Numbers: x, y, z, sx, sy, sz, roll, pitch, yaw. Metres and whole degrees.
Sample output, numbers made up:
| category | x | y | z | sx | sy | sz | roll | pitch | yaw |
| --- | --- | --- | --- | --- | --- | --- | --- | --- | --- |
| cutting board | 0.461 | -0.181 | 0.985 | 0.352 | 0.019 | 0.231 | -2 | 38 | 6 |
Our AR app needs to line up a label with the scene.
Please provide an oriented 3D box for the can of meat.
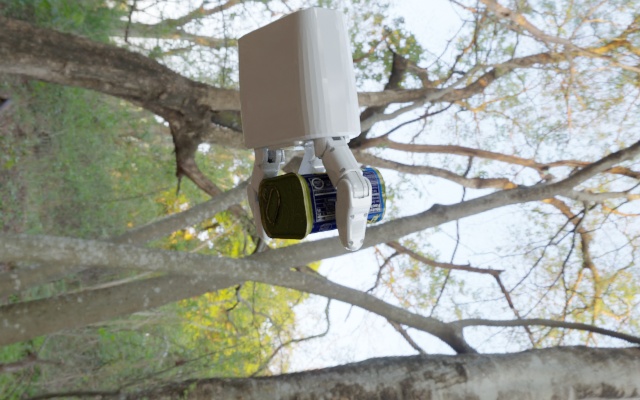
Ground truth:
| category | x | y | z | sx | sy | sz | roll | pitch | yaw |
| --- | --- | --- | --- | --- | --- | --- | --- | --- | --- |
| can of meat | 0.000 | 0.001 | 0.444 | 0.084 | 0.057 | 0.102 | -8 | 0 | -28 |
